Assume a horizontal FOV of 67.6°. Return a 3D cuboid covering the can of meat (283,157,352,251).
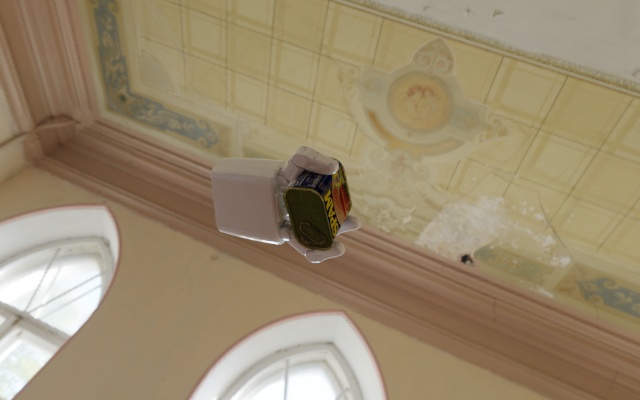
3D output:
[{"bbox_3d":[0.000,0.002,0.648,0.057,0.102,0.084,5,39,25],"label":"can of meat"}]
